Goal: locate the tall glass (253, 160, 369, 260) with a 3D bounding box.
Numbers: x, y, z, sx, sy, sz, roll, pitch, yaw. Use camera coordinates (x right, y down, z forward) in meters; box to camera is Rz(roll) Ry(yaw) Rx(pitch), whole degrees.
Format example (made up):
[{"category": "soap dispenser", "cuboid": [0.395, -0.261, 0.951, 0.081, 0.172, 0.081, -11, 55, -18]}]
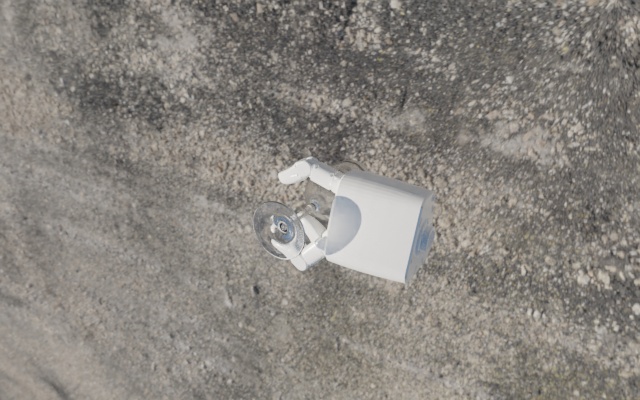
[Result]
[{"category": "tall glass", "cuboid": [0.000, 0.002, 0.637, 0.079, 0.079, 0.201, 0, 20, 32]}]
